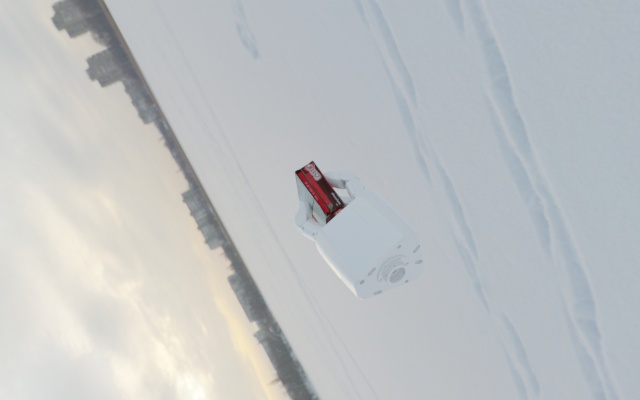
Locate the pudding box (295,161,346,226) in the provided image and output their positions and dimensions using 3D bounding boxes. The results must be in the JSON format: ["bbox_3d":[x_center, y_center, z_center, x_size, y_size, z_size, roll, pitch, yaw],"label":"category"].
[{"bbox_3d":[0.000,0.003,0.748,0.039,0.090,0.113,-30,-20,-13],"label":"pudding box"}]
